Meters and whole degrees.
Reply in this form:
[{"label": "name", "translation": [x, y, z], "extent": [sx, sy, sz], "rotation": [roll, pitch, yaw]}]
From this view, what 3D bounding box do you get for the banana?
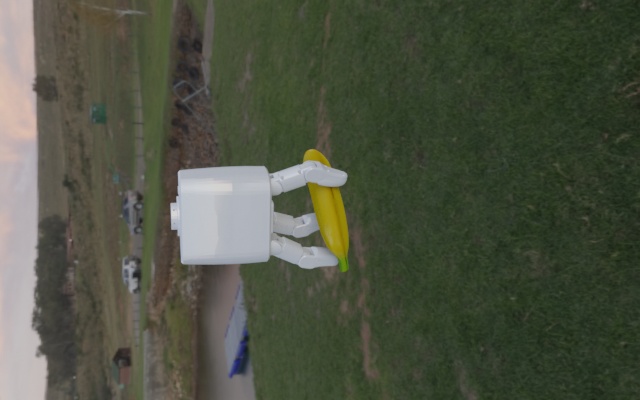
[{"label": "banana", "translation": [0.003, -0.005, 0.637], "extent": [0.037, 0.197, 0.070], "rotation": [-6, -32, -13]}]
